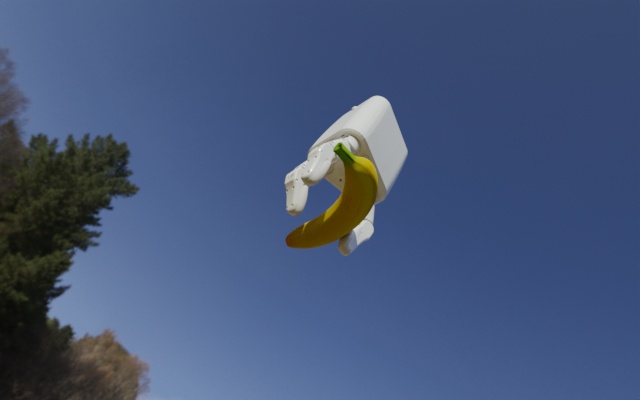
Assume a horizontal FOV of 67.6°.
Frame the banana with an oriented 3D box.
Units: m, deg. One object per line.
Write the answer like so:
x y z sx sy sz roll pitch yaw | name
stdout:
0.018 0.009 0.549 0.069 0.037 0.198 28 -42 -1 | banana
